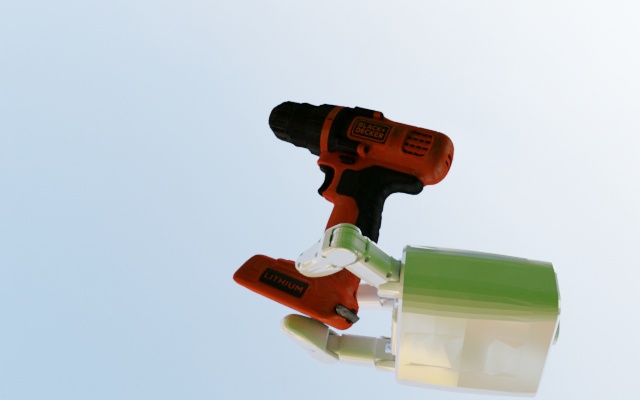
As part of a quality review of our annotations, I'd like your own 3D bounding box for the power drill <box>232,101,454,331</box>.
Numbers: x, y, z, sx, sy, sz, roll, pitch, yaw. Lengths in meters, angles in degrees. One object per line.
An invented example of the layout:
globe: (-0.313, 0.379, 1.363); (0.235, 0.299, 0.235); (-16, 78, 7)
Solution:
power drill: (0.000, 0.002, 0.416); (0.184, 0.187, 0.057); (18, -14, 30)
